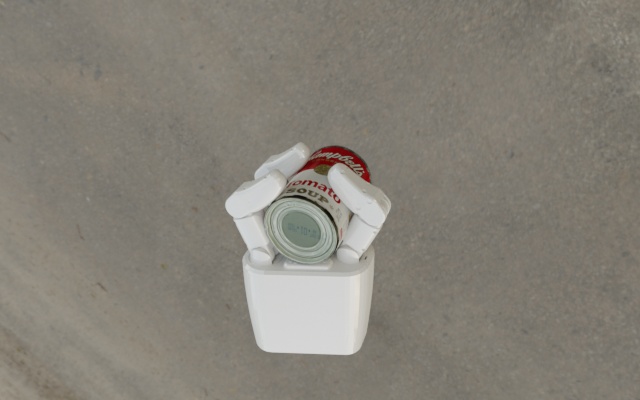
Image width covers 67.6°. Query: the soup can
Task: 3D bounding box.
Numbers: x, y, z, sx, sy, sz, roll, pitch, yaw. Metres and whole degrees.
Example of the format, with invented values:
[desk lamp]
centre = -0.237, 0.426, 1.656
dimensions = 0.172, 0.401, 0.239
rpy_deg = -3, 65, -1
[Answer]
[soup can]
centre = 0.000, 0.001, 0.427
dimensions = 0.068, 0.068, 0.102
rpy_deg = 0, 29, 23
